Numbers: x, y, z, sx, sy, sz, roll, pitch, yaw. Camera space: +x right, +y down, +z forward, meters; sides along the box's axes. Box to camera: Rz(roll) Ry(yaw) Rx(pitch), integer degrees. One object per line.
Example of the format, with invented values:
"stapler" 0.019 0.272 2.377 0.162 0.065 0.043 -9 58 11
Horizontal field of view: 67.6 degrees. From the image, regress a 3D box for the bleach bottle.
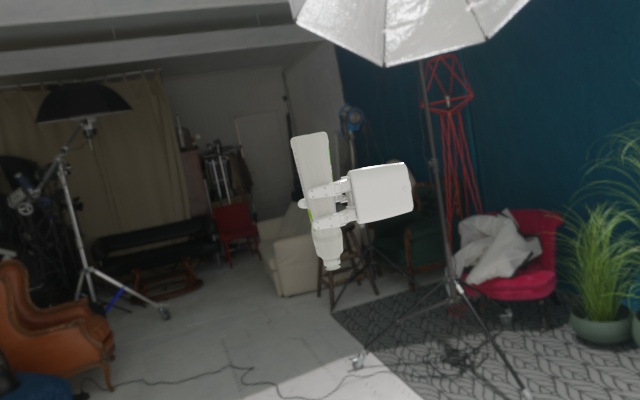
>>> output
"bleach bottle" 0.000 0.003 0.885 0.068 0.251 0.102 -11 7 -3
